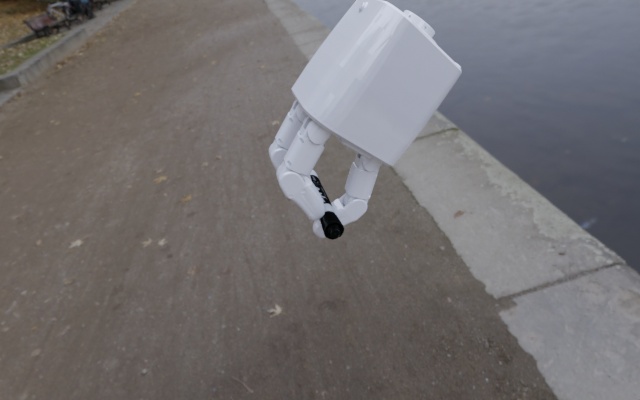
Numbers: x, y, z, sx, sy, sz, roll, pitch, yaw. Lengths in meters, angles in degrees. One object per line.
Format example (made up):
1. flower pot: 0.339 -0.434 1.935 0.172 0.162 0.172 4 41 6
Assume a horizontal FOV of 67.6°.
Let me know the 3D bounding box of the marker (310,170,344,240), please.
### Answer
1. marker: 0.000 0.002 0.470 0.020 0.020 0.121 0 27 -14
